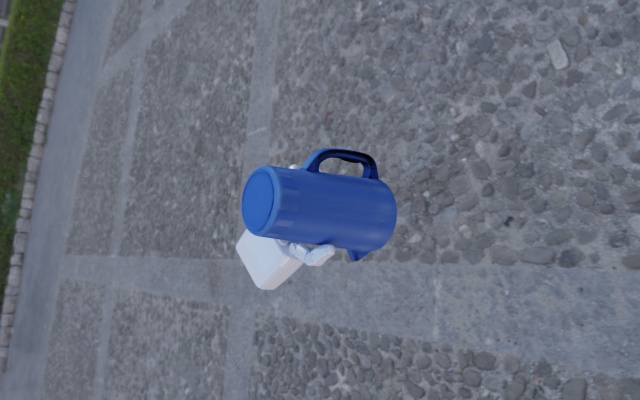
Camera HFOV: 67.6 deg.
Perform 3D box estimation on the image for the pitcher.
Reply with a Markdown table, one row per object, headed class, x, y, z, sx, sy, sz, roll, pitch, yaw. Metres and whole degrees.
| class | x | y | z | sx | sy | sz | roll | pitch | yaw |
| --- | --- | --- | --- | --- | --- | --- | --- | --- | --- |
| pitcher | 0.000 | 0.003 | 0.783 | 0.243 | 0.149 | 0.145 | 9 | -42 | -39 |
